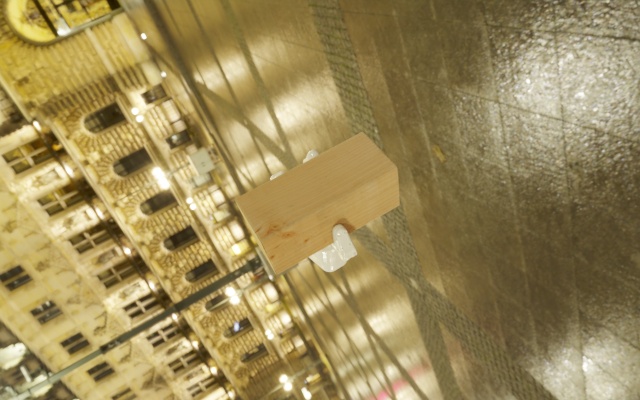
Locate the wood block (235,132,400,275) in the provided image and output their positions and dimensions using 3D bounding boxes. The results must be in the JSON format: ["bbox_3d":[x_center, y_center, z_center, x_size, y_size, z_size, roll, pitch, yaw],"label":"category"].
[{"bbox_3d":[0.000,0.003,0.672,0.206,0.090,0.090,-29,-37,-11],"label":"wood block"}]
